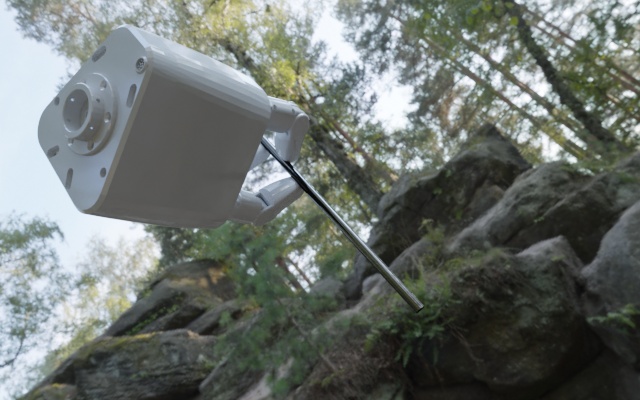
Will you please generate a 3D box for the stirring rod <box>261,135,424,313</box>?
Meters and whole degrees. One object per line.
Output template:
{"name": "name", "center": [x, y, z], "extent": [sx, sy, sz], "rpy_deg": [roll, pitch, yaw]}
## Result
{"name": "stirring rod", "center": [0.000, 0.001, 0.404], "extent": [0.239, 0.011, 0.011], "rpy_deg": [47, 25, 26]}
